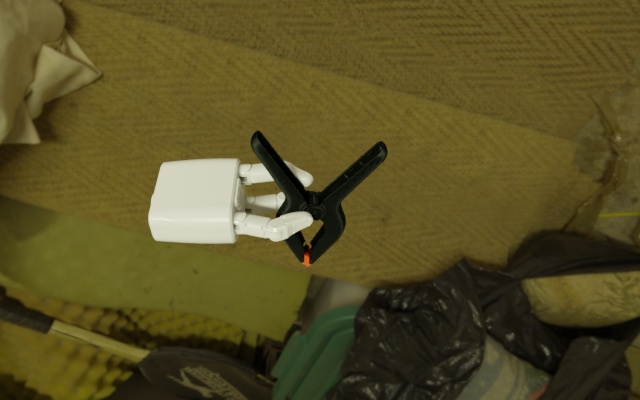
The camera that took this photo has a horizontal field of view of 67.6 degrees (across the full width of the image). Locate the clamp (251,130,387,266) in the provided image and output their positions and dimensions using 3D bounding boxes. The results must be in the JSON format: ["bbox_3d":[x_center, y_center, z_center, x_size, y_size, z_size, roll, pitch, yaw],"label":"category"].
[{"bbox_3d":[0.000,0.003,0.626,0.164,0.210,0.036,0,37,1],"label":"clamp"}]
